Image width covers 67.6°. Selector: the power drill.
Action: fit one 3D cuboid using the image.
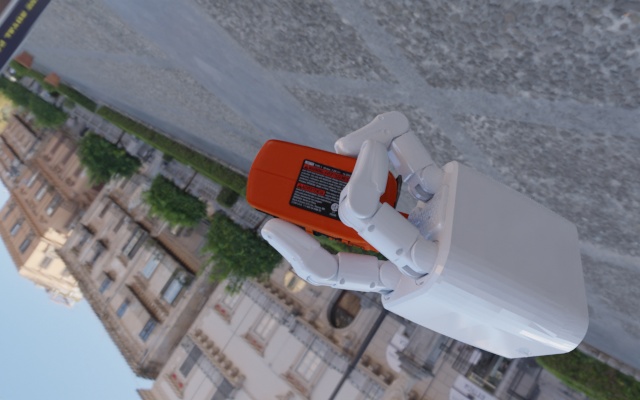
[{"bbox_3d":[0.000,0.001,0.421,0.184,0.057,0.188,15,-5,12],"label":"power drill"}]
